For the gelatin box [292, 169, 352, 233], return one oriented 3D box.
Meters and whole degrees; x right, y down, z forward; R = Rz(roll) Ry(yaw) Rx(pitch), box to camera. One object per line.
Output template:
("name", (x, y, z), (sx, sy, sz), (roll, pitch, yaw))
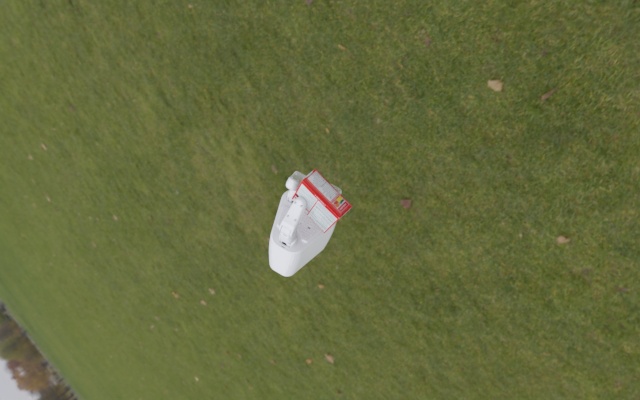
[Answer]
("gelatin box", (0.000, 0.002, 0.681), (0.030, 0.073, 0.089), (-43, -4, -21))
